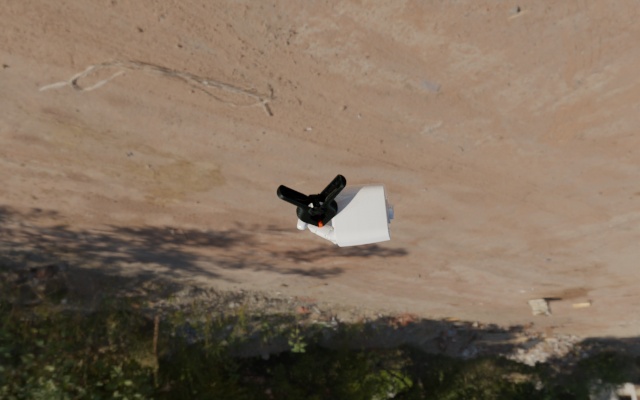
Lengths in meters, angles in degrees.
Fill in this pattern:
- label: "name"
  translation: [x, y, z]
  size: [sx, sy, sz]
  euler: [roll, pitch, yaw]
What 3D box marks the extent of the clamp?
- label: "clamp"
  translation: [0.000, 0.004, 0.877]
  size: [0.120, 0.039, 0.171]
  euler: [-9, -23, 11]
